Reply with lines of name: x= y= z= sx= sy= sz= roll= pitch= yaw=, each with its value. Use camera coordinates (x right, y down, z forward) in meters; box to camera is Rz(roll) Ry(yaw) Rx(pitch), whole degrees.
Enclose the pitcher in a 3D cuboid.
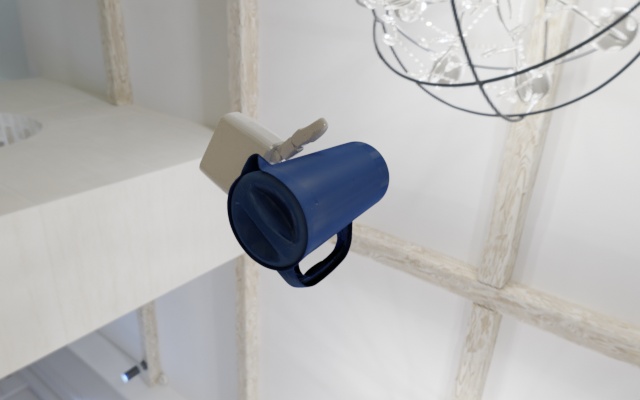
pitcher: x=0.000 y=0.002 z=0.678 sx=0.145 sy=0.149 sz=0.242 roll=36 pitch=36 yaw=22
